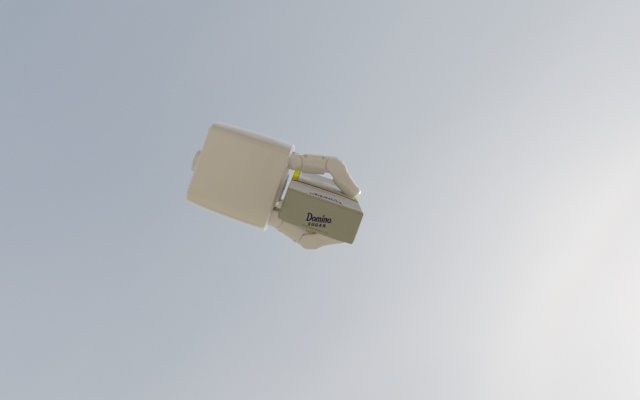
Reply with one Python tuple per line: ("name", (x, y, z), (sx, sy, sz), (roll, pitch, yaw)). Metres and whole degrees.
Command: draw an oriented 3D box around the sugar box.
("sugar box", (0.000, 0.002, 0.617), (0.093, 0.048, 0.176), (19, 13, -3))
